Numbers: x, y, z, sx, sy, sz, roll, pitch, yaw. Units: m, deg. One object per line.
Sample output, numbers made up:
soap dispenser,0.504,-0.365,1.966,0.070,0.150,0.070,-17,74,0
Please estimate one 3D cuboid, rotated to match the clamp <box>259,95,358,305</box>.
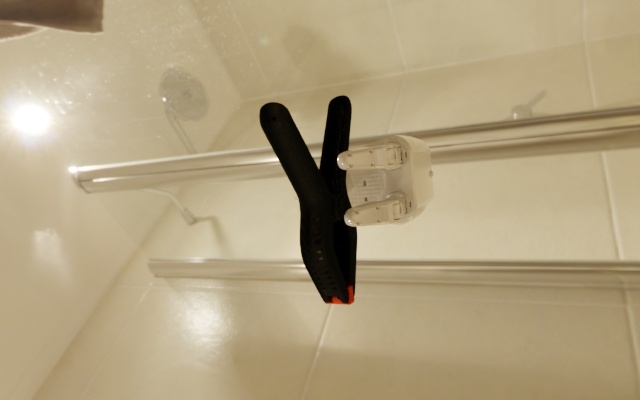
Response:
clamp,-0.001,0.002,0.448,0.036,0.210,0.164,-3,5,26
